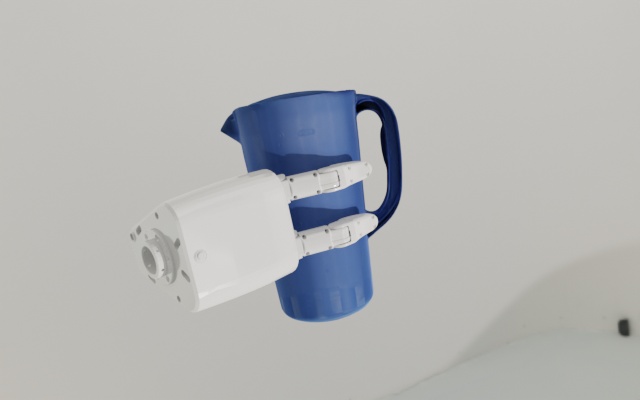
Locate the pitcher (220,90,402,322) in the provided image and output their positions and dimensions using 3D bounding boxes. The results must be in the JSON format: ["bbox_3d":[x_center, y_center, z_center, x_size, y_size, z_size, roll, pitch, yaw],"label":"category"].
[{"bbox_3d":[0.000,0.002,0.528,0.145,0.243,0.149,-19,14,-41],"label":"pitcher"}]
